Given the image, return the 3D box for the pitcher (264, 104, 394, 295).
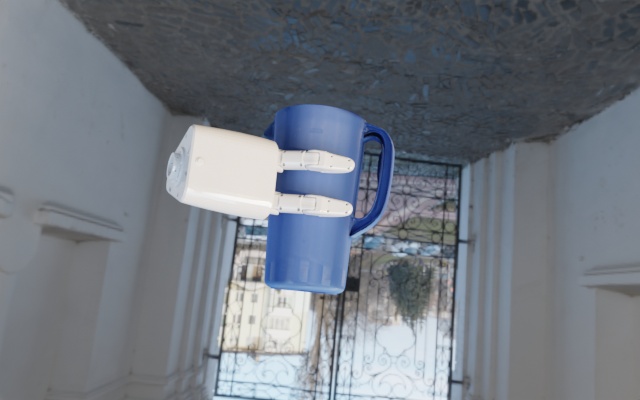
[{"bbox_3d":[0.000,0.002,0.649,0.145,0.242,0.149,11,-12,-30],"label":"pitcher"}]
